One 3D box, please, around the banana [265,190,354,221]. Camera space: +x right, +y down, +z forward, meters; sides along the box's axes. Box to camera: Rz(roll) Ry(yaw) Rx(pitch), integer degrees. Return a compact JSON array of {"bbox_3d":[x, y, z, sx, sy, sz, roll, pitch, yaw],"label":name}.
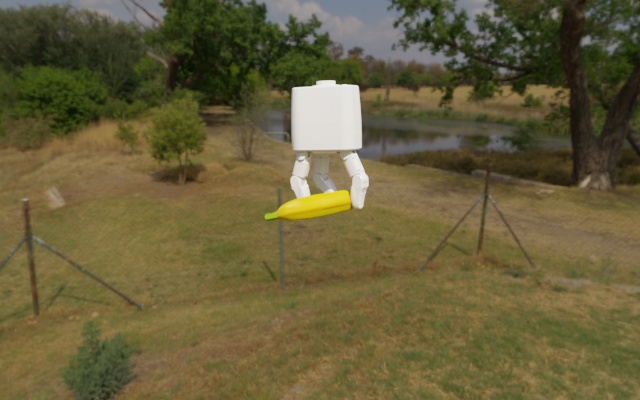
[{"bbox_3d":[0.007,0.005,0.808,0.198,0.037,0.069,-10,9,-30],"label":"banana"}]
